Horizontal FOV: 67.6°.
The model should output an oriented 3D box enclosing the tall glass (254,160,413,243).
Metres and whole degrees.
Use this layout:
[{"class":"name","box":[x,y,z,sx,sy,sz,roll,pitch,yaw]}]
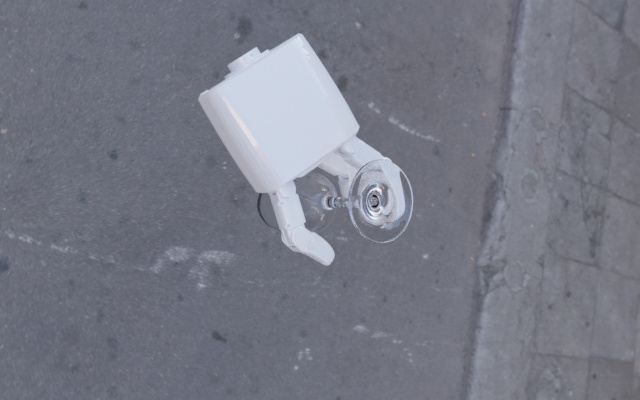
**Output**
[{"class":"tall glass","box":[0.000,0.002,0.504,0.079,0.079,0.201,0,-1,-33]}]
